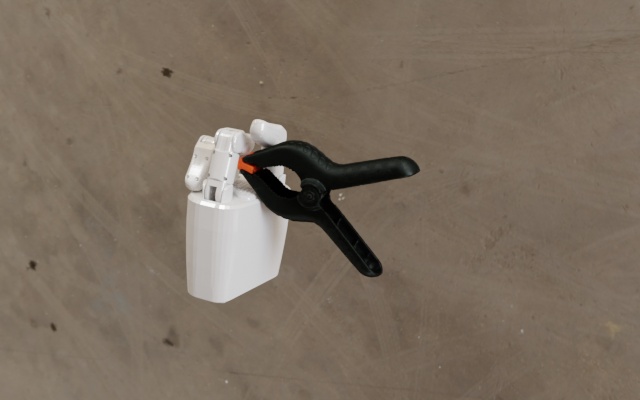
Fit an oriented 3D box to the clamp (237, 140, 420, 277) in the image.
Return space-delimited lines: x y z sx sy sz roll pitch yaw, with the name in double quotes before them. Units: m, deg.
"clamp" 0.000 0.001 0.450 0.171 0.120 0.039 16 17 21
